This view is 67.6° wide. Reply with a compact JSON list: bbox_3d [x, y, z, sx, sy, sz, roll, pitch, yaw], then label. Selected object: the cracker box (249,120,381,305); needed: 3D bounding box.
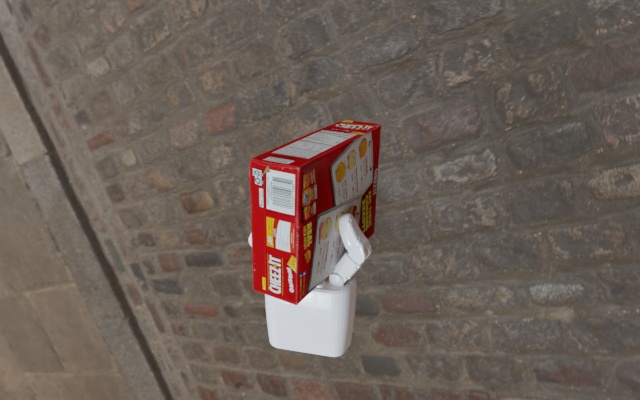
[{"bbox_3d":[0.000,0.002,0.594,0.072,0.164,0.213,13,26,26],"label":"cracker box"}]
